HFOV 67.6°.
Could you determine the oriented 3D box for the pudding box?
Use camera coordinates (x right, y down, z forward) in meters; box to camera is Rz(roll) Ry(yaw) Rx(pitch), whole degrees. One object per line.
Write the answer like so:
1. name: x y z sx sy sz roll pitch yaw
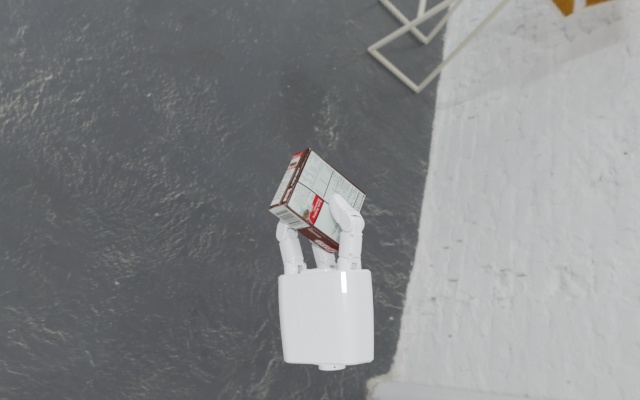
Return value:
1. pudding box: 0.000 0.002 0.613 0.113 0.090 0.039 39 -32 -29
